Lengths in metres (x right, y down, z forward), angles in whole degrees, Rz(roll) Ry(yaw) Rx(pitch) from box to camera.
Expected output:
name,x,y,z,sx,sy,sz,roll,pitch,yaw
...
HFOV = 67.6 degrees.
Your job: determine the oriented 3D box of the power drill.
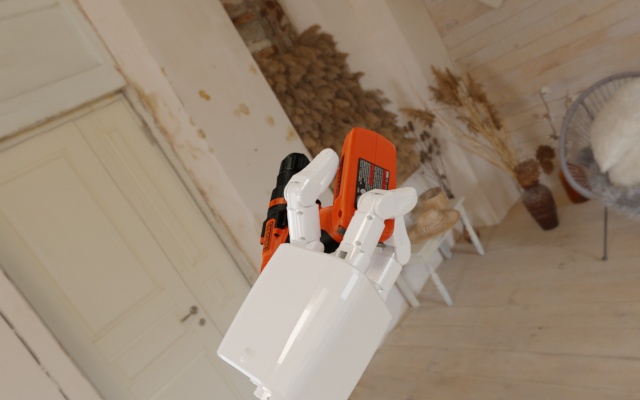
name,x,y,z,sx,sy,sz,roll,pitch,yaw
power drill,0.000,0.002,0.494,0.057,0.184,0.188,18,-30,-25
